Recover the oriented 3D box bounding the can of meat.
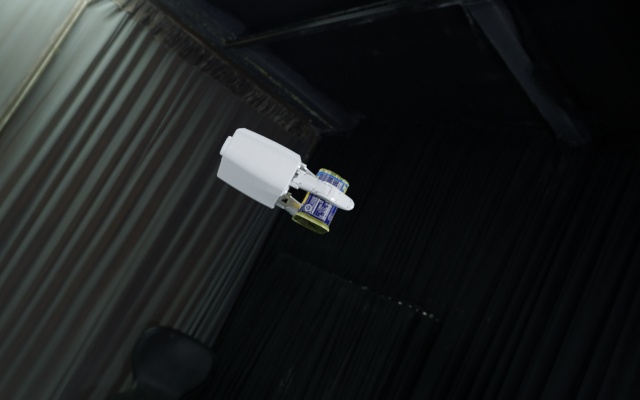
[{"bbox_3d":[0.000,0.002,0.771,0.057,0.084,0.102,27,-10,-4],"label":"can of meat"}]
